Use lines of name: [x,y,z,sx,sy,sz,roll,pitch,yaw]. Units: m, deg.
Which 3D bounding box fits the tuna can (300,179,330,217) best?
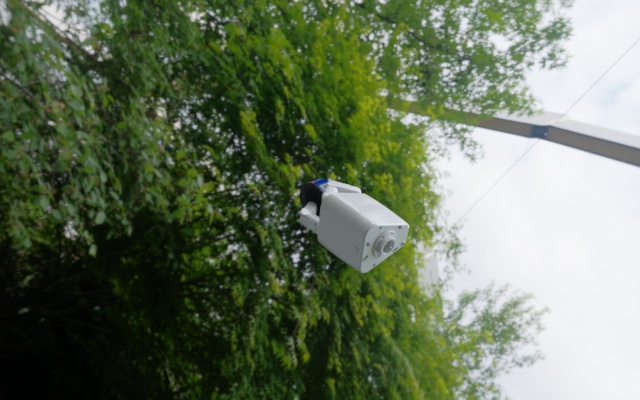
tuna can: [0.001,0.003,0.896,0.033,0.086,0.086,-22,13,-35]
